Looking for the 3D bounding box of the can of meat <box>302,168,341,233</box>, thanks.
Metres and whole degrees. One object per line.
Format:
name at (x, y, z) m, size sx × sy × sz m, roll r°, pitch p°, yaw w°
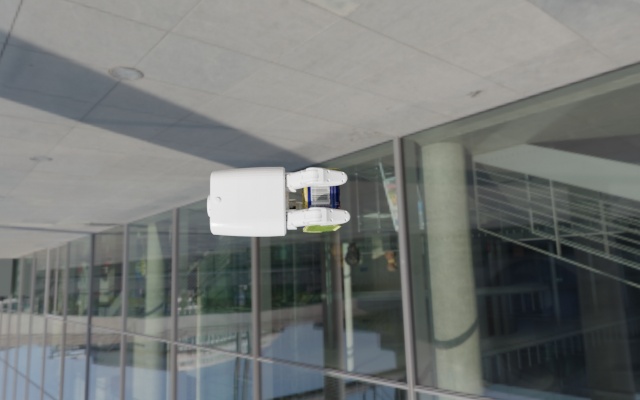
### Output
can of meat at (0.000, 0.003, 0.723) m, size 0.057 × 0.084 × 0.102 m, roll -1°, pitch -9°, yaw -5°
